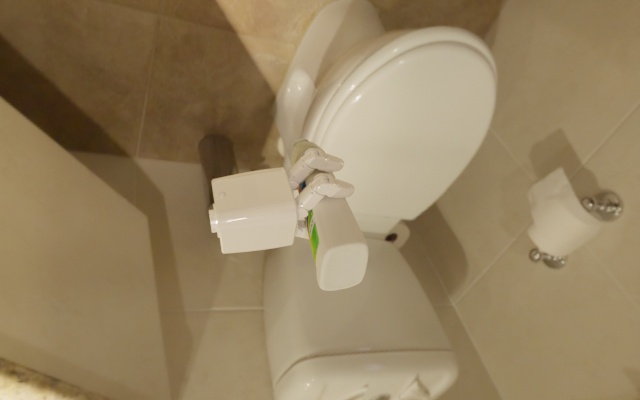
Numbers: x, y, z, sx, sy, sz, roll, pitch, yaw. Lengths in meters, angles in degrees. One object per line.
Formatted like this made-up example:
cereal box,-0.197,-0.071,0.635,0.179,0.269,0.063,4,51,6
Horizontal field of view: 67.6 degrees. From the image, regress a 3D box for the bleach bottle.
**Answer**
bleach bottle,0.000,0.002,0.711,0.068,0.103,0.250,-8,47,-13
